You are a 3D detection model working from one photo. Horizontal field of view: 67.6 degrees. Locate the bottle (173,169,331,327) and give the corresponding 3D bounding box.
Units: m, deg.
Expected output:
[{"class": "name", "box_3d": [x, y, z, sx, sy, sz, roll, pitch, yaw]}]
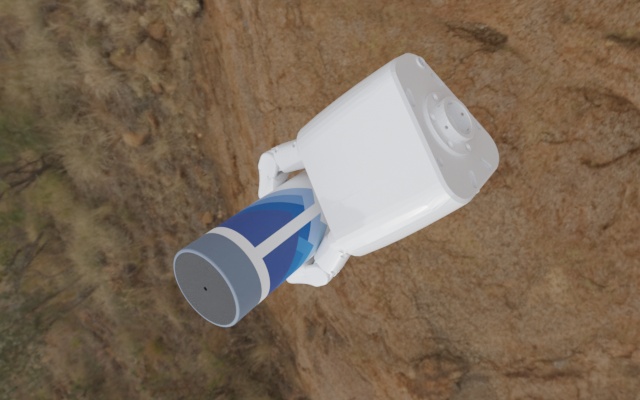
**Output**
[{"class": "bottle", "box_3d": [0.000, 0.002, 0.447, 0.069, 0.069, 0.295, 0, 25, 39]}]
